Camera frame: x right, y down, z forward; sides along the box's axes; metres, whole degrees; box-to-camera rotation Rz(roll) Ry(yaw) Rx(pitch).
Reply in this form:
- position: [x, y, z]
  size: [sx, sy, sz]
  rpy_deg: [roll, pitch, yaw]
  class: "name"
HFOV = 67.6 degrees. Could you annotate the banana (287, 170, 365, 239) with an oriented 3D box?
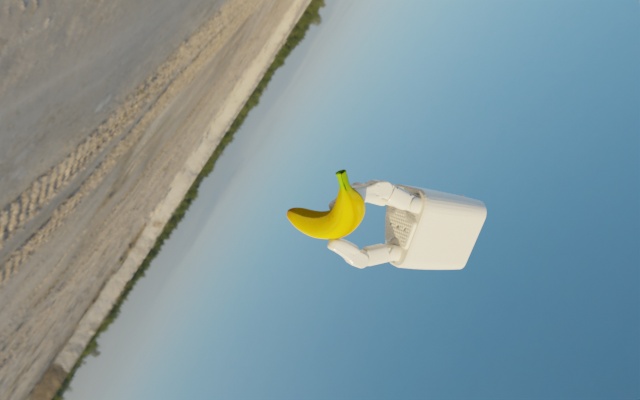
- position: [0.009, 0.018, 0.613]
  size: [0.037, 0.069, 0.198]
  rpy_deg: [-22, -6, -27]
  class: "banana"
